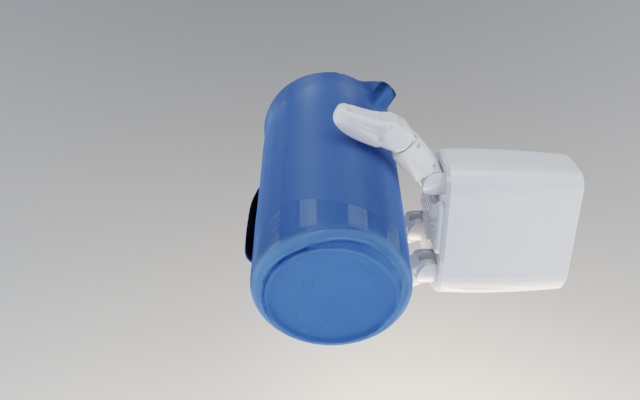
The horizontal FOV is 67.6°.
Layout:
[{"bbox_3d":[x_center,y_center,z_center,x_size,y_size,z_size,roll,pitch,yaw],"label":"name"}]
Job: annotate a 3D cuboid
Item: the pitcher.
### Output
[{"bbox_3d":[0.000,0.001,0.410,0.145,0.149,0.242,2,35,-1],"label":"pitcher"}]
